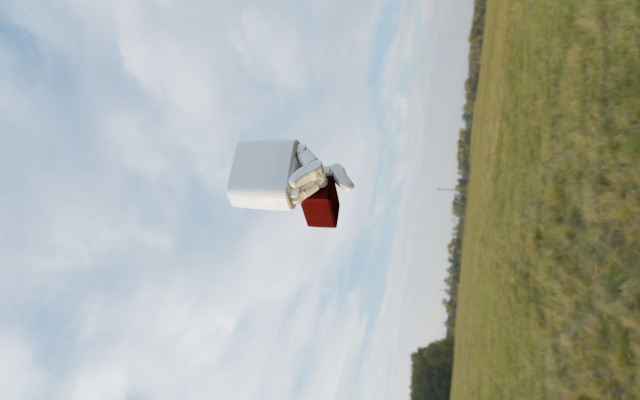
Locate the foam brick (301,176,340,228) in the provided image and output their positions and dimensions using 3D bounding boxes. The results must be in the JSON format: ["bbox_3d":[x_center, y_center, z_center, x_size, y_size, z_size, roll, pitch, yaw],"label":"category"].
[{"bbox_3d":[0.000,0.003,0.808,0.051,0.053,0.078,0,-42,13],"label":"foam brick"}]
